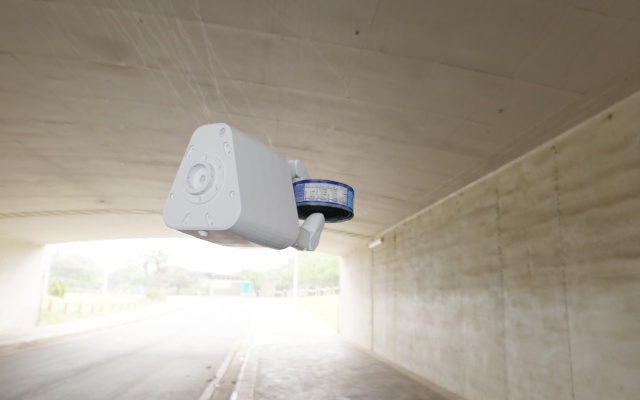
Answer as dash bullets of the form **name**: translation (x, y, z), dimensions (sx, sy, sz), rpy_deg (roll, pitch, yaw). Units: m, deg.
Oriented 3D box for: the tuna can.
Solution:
- **tuna can**: translation (0.000, 0.001, 0.599), dimensions (0.086, 0.033, 0.086), rpy_deg (3, -17, 1)
